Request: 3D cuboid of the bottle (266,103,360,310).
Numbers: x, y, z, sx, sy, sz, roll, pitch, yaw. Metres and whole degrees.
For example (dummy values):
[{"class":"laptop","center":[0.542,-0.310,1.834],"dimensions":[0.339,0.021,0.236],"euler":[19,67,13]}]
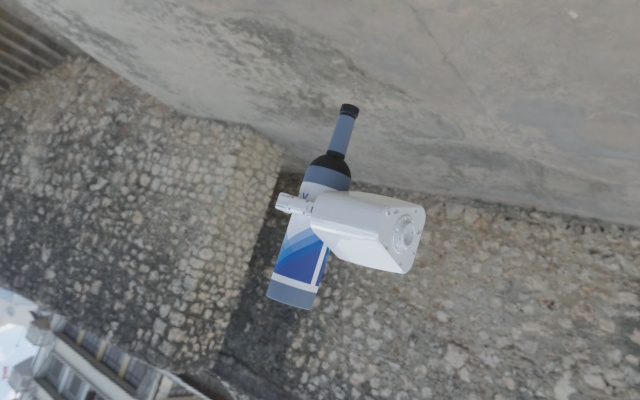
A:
[{"class":"bottle","center":[0.000,0.002,0.681],"dimensions":[0.069,0.295,0.069],"euler":[17,-7,2]}]
